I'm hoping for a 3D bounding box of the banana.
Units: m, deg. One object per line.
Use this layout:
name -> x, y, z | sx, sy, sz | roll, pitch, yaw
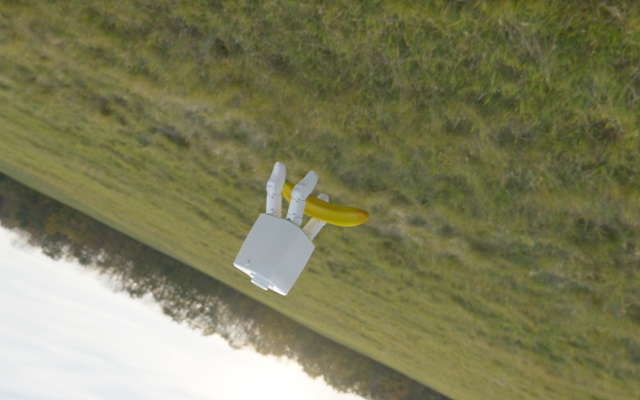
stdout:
banana -> 0.001, 0.011, 0.863 | 0.197, 0.037, 0.070 | 23, -22, 25
